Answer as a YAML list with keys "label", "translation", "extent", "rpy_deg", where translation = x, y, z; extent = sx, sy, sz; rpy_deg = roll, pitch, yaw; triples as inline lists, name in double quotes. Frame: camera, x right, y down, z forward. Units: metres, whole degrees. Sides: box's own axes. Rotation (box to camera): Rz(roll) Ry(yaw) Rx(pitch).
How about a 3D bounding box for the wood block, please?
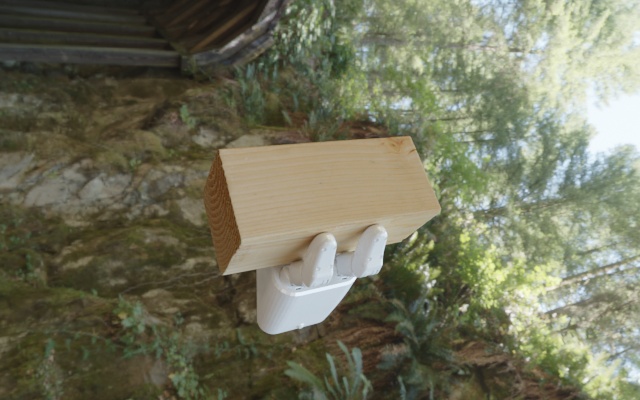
- label: "wood block"
  translation: [0.000, 0.001, 0.475]
  extent: [0.206, 0.090, 0.090]
  rpy_deg: [-8, -23, -27]
